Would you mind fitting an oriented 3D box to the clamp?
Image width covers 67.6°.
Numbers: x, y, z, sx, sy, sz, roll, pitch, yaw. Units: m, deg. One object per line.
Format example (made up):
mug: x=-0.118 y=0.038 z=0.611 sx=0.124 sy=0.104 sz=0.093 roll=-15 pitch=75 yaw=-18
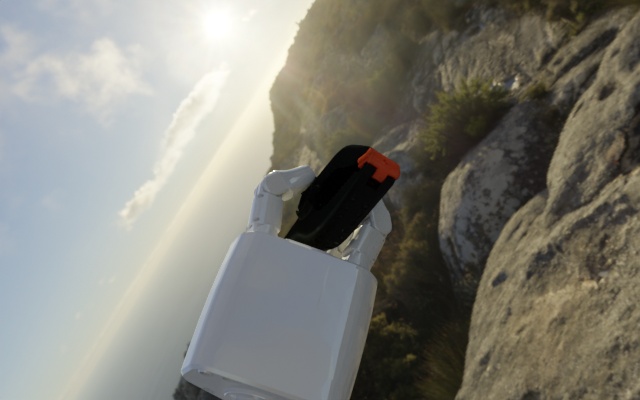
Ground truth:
clamp: x=0.000 y=0.001 z=0.431 sx=0.036 sy=0.164 sz=0.210 roll=28 pitch=-38 yaw=-17
